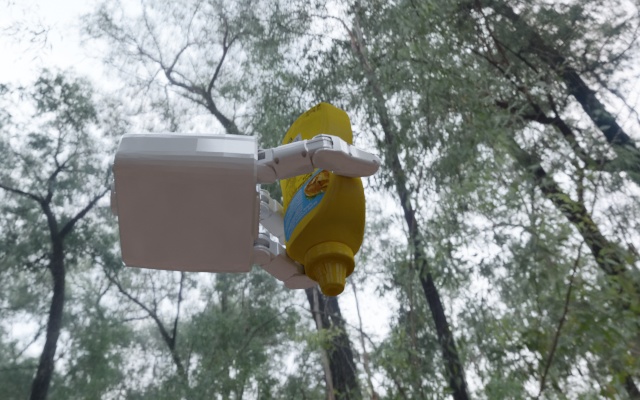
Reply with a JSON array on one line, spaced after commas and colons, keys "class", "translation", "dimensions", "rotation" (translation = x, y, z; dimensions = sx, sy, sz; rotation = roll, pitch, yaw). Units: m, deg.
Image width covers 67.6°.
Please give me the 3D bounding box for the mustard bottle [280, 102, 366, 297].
[{"class": "mustard bottle", "translation": [0.000, 0.001, 0.432], "dimensions": [0.058, 0.191, 0.096], "rotation": [21, -51, -26]}]
